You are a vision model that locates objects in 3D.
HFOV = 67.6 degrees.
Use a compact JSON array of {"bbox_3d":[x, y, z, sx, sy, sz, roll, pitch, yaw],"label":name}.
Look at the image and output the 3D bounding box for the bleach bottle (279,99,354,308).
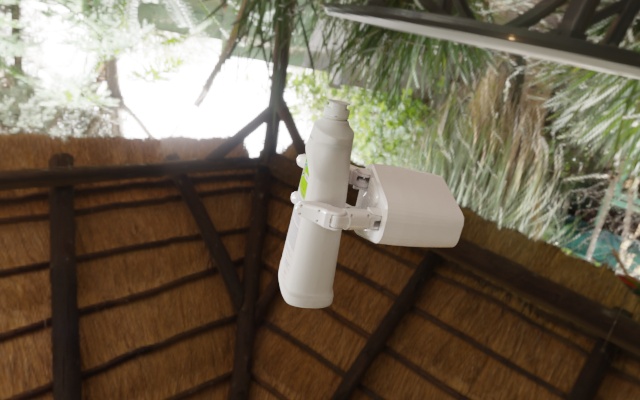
[{"bbox_3d":[0.000,0.002,0.600,0.068,0.251,0.102,6,20,-15],"label":"bleach bottle"}]
